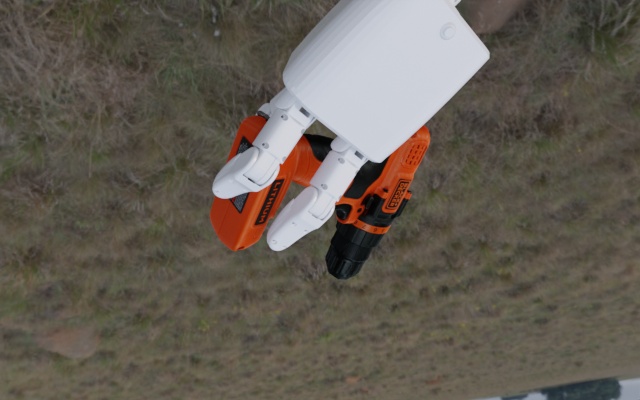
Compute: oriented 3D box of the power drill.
[{"bbox_3d":[0.000,0.001,0.431,0.187,0.184,0.057,1,31,-42],"label":"power drill"}]
